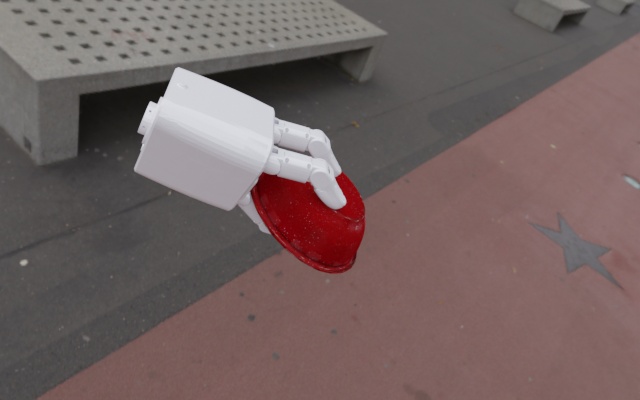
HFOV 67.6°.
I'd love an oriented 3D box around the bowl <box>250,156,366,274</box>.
[{"bbox_3d":[0.001,0.002,0.549,0.055,0.162,0.162,-42,-22,27],"label":"bowl"}]
